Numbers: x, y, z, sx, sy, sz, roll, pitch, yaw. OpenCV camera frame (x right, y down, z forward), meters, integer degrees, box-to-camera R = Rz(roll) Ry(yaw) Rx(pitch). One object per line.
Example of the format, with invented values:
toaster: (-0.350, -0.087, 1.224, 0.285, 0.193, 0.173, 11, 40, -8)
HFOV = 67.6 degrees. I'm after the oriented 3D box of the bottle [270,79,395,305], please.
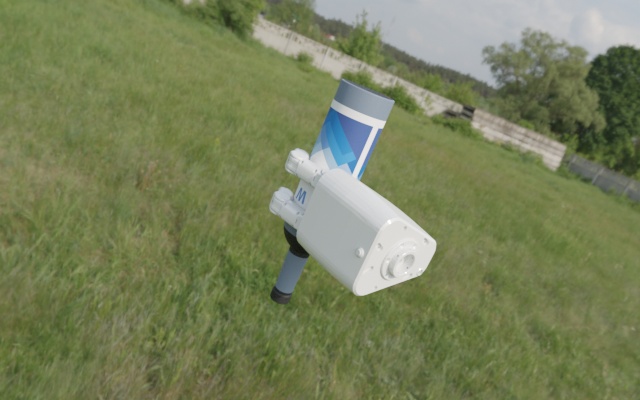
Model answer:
bottle: (0.000, 0.002, 0.593, 0.069, 0.296, 0.069, 21, 18, -7)
